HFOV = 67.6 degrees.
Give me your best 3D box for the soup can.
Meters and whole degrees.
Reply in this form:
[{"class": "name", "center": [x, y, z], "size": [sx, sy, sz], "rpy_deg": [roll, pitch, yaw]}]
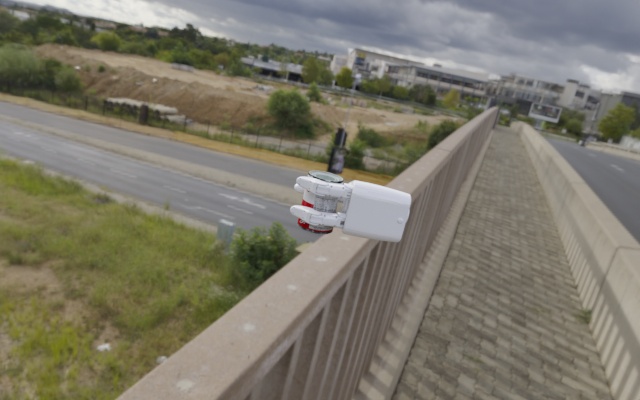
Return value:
[{"class": "soup can", "center": [0.000, 0.002, 0.880], "size": [0.068, 0.102, 0.068], "rpy_deg": [12, 16, -3]}]
